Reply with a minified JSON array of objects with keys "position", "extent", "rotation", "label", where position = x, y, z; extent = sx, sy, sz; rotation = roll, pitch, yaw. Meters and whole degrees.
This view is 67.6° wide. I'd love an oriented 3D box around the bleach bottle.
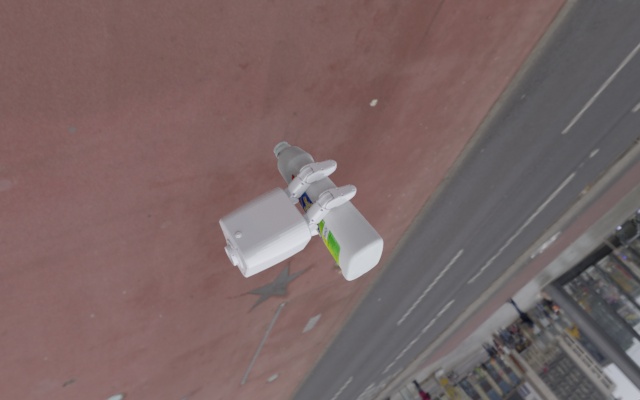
[{"position":[0.000,0.002,0.772],"extent":[0.068,0.250,0.103],"rotation":[-29,-28,-17],"label":"bleach bottle"}]
